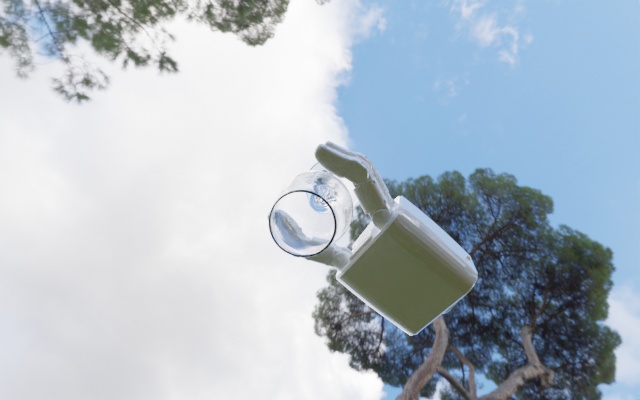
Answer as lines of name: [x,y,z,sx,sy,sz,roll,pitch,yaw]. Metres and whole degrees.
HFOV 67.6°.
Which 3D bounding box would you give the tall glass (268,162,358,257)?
tall glass: [0.000,0.002,0.517,0.079,0.079,0.201,0,11,10]
